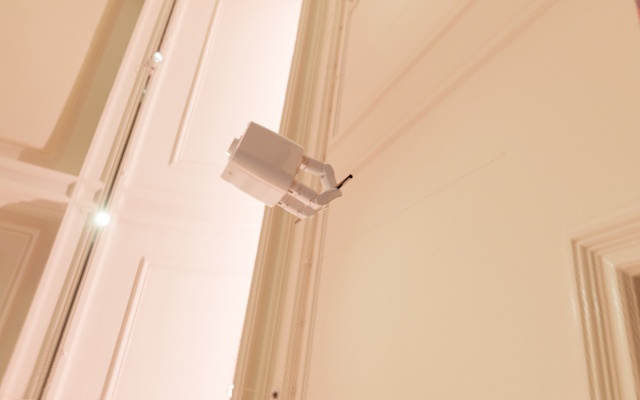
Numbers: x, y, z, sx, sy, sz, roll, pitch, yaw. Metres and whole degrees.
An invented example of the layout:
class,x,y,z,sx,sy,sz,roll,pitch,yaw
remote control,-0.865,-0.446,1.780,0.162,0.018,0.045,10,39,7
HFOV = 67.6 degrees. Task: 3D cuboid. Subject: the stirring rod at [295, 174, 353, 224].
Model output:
class,x,y,z,sx,sy,sz,roll,pitch,yaw
stirring rod,0.000,0.003,0.879,0.011,0.011,0.240,0,-21,-26
